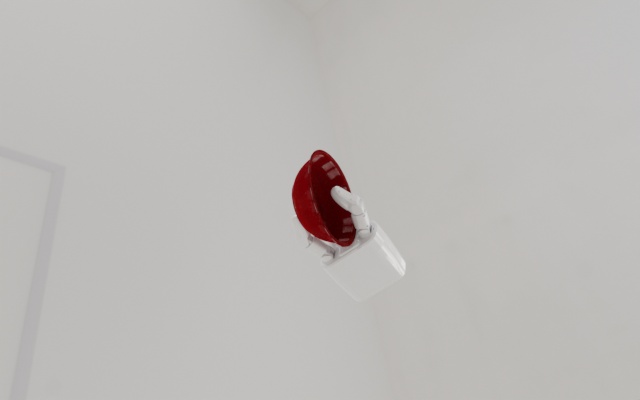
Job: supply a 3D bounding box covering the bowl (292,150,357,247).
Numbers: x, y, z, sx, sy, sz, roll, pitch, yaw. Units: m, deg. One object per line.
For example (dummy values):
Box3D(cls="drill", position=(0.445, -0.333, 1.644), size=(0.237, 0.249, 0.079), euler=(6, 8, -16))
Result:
Box3D(cls="bowl", position=(-0.001, 0.001, 0.772), size=(0.055, 0.162, 0.162), euler=(-17, -7, 24))
